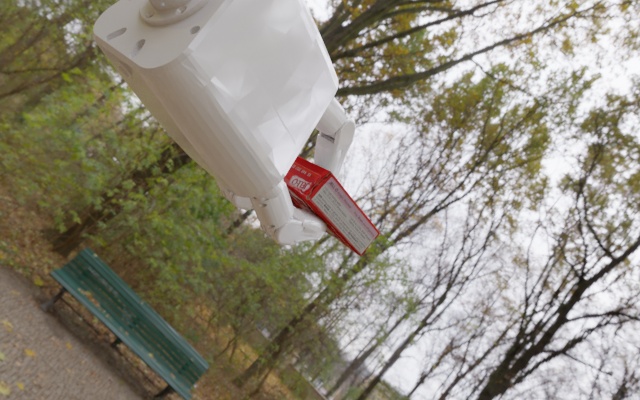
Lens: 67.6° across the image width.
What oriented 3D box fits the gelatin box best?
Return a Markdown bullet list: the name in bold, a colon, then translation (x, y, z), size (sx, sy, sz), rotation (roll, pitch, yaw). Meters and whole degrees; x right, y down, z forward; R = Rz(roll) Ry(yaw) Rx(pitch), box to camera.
- **gelatin box**: translation (0.001, 0.001, 0.403), size (0.073, 0.030, 0.089), rotation (31, -12, 49)
